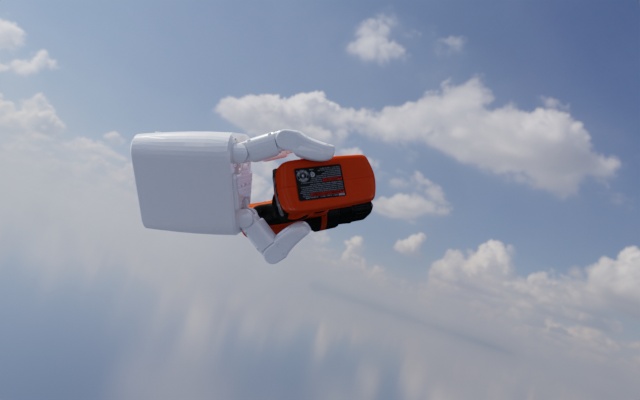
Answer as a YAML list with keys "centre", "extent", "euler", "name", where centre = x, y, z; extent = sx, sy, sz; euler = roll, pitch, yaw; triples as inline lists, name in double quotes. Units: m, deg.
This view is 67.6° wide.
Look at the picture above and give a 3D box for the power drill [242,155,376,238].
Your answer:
- centre: [0.000, 0.002, 0.577]
  extent: [0.184, 0.057, 0.188]
  euler: [-9, -13, -17]
  name: "power drill"
